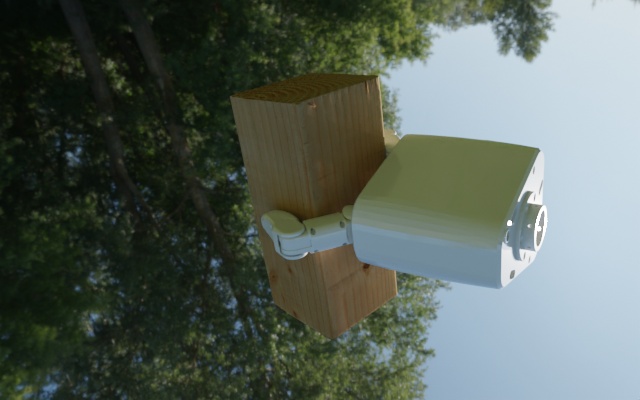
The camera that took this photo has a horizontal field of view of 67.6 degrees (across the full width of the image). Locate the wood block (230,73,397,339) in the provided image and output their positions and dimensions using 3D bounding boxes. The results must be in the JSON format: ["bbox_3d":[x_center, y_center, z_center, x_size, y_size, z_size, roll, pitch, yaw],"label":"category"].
[{"bbox_3d":[0.000,0.002,0.421,0.091,0.206,0.090,-26,29,-34],"label":"wood block"}]
